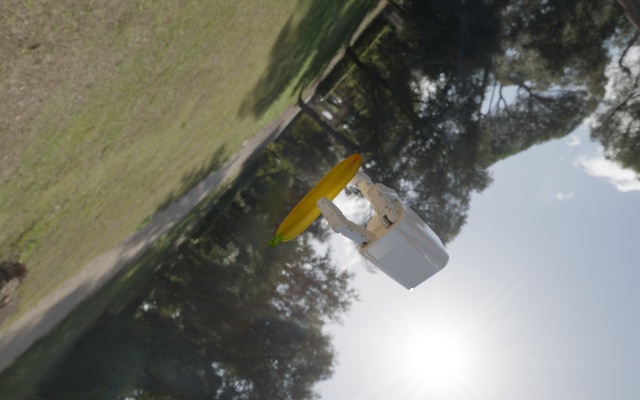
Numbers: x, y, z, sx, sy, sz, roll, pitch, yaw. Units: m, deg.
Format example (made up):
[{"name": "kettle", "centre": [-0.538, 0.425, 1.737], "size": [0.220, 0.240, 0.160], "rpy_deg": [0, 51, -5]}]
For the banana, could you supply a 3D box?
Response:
[{"name": "banana", "centre": [-0.003, 0.001, 0.757], "size": [0.037, 0.198, 0.069], "rpy_deg": [42, 6, -11]}]
